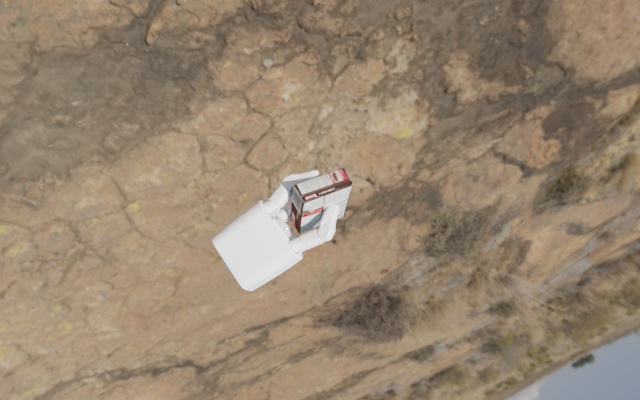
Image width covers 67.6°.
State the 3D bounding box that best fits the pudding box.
[{"bbox_3d":[0.000,0.003,0.785,0.090,0.039,0.114,-21,-24,-17],"label":"pudding box"}]
